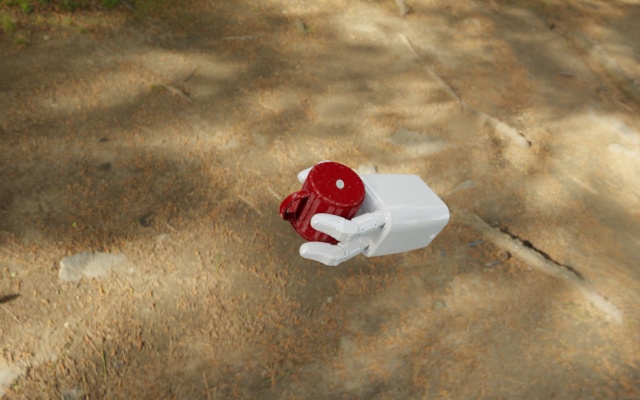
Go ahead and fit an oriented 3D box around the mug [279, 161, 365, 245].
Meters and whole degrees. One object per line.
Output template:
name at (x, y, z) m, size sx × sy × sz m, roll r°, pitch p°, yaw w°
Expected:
mug at (-0.001, 0.002, 0.647) m, size 0.117 × 0.093 × 0.081 m, roll -5°, pitch -37°, yaw -27°
